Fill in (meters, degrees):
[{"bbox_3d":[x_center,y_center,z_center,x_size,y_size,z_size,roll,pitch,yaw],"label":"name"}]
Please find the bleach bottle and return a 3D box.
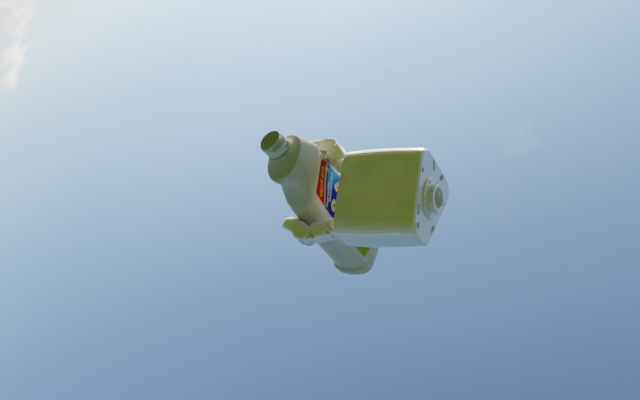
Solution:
[{"bbox_3d":[0.000,0.002,0.652,0.068,0.102,0.251,-1,-33,37],"label":"bleach bottle"}]
